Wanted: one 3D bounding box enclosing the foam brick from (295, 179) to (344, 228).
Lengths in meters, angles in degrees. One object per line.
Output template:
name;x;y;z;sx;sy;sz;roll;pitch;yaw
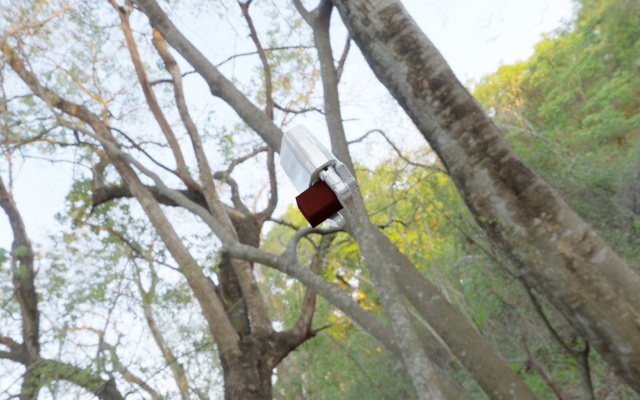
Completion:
foam brick;0.000;0.003;0.864;0.078;0.051;0.053;-34;-24;-10
